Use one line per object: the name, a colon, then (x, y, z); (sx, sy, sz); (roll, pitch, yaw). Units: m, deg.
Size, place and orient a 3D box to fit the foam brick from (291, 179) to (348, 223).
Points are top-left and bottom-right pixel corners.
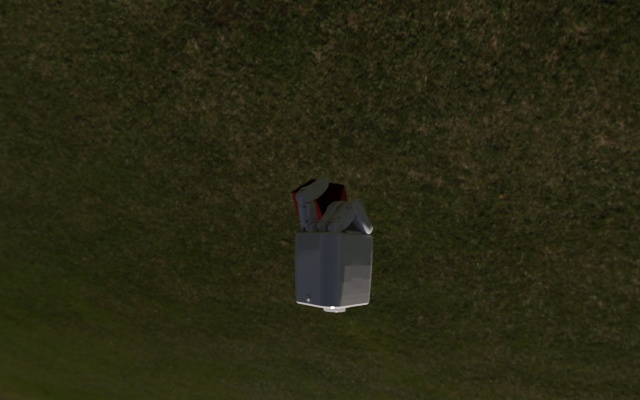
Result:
foam brick: (0.000, 0.002, 0.783); (0.053, 0.051, 0.078); (-32, 29, -33)
